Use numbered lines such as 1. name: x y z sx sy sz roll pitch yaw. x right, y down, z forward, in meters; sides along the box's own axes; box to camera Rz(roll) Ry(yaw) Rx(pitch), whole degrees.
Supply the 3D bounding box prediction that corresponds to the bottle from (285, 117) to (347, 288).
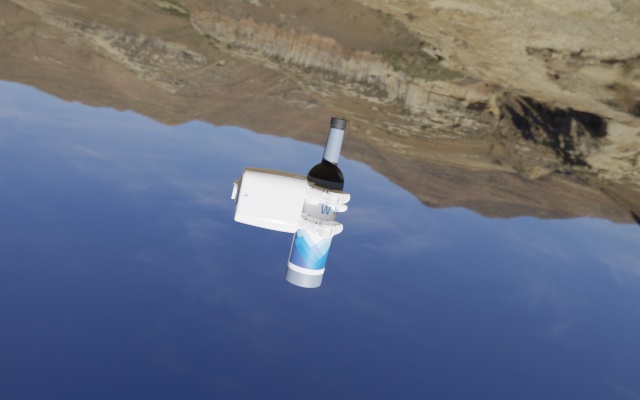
1. bottle: 0.000 0.003 0.835 0.069 0.296 0.069 12 10 -2
